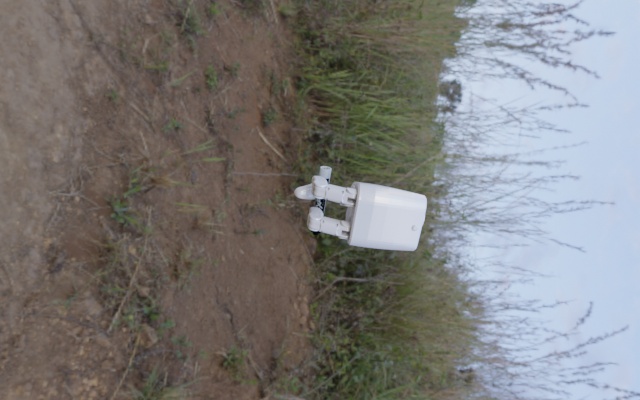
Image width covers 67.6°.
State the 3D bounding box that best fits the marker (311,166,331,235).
[{"bbox_3d":[0.000,0.003,0.792,0.020,0.121,0.020,8,22,-3],"label":"marker"}]
